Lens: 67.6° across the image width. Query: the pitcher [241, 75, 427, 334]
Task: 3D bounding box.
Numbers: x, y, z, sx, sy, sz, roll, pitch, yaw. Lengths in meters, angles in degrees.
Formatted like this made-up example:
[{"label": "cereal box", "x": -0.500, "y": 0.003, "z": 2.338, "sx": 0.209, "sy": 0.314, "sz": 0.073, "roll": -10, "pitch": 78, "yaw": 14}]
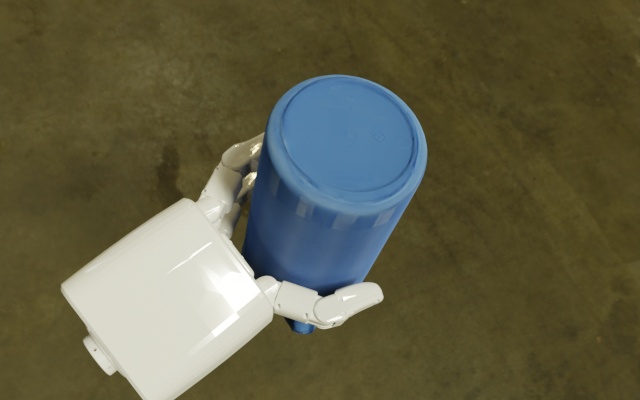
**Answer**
[{"label": "pitcher", "x": 0.000, "y": 0.002, "z": 0.413, "sx": 0.145, "sy": 0.149, "sz": 0.243, "roll": -36, "pitch": -15, "yaw": -24}]
